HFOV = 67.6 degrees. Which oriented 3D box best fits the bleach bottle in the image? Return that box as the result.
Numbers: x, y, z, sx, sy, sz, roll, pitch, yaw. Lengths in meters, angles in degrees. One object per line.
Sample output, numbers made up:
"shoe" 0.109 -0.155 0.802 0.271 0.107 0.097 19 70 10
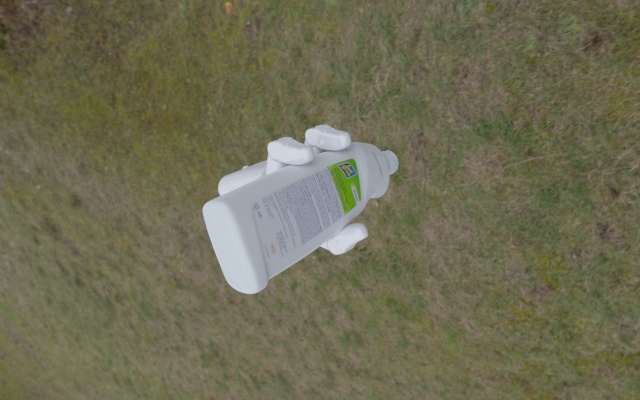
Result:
"bleach bottle" 0.000 0.002 0.534 0.250 0.102 0.068 -26 14 -36
